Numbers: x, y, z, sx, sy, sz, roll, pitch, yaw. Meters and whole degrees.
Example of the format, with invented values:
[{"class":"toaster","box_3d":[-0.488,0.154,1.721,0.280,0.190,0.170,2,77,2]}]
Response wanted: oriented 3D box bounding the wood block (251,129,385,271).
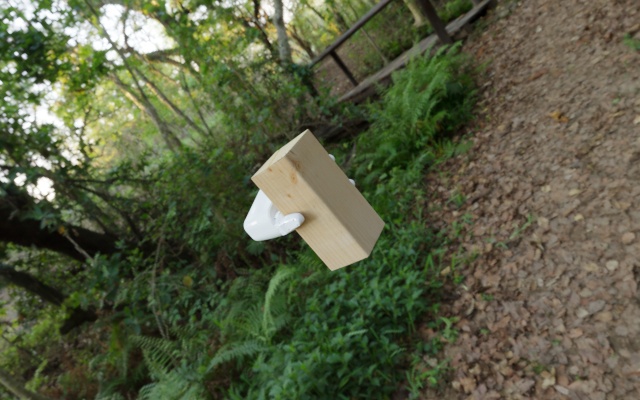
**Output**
[{"class":"wood block","box_3d":[0.000,0.003,0.779,0.090,0.206,0.090,-28,18,41]}]
